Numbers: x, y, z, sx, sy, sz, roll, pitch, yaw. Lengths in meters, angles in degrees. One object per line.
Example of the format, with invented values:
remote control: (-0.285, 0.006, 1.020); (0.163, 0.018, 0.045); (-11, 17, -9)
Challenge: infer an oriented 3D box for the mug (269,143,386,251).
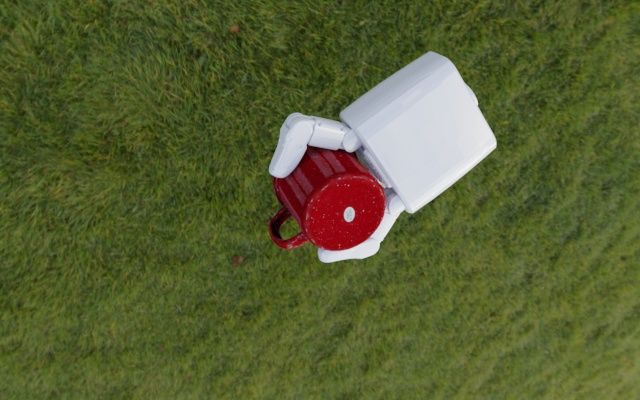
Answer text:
mug: (-0.001, 0.002, 0.452); (0.117, 0.093, 0.081); (-37, 35, 1)
